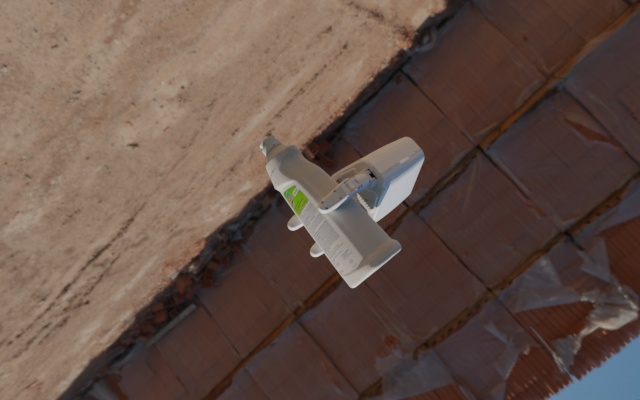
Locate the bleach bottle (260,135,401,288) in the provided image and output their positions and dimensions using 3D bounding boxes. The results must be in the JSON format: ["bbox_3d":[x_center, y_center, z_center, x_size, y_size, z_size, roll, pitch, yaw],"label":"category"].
[{"bbox_3d":[0.000,0.002,0.691,0.068,0.251,0.103,-32,-13,-34],"label":"bleach bottle"}]
